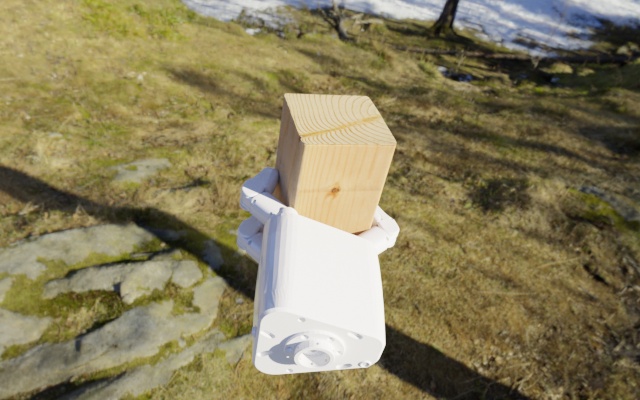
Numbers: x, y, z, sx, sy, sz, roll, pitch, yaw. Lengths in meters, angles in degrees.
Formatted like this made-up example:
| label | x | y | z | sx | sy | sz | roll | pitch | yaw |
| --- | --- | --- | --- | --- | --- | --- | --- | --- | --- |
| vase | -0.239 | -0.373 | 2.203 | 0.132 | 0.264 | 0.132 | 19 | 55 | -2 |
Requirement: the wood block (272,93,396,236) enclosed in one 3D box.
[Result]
| label | x | y | z | sx | sy | sz | roll | pitch | yaw |
| --- | --- | --- | --- | --- | --- | --- | --- | --- | --- |
| wood block | 0.000 | 0.002 | 0.506 | 0.091 | 0.206 | 0.090 | -2 | 41 | -17 |
